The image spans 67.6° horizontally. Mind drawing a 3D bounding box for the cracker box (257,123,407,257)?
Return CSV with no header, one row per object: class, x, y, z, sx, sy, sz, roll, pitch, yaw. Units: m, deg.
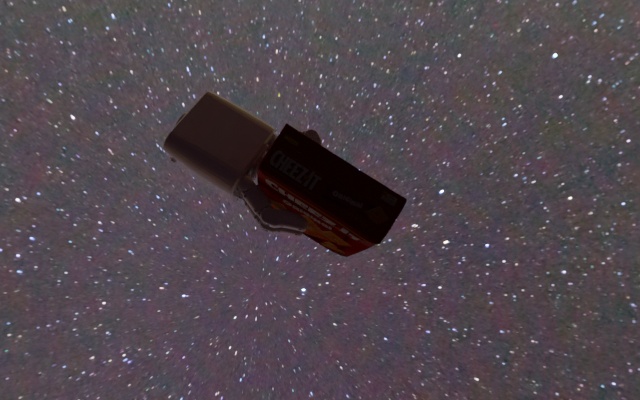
cracker box,0.000,0.002,0.632,0.164,0.072,0.214,32,-12,0
